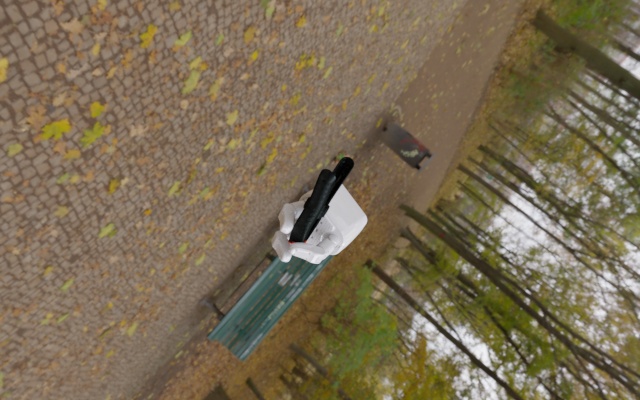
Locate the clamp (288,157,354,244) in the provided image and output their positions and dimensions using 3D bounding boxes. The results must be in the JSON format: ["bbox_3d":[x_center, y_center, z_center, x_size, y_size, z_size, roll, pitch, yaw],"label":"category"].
[{"bbox_3d":[0.000,0.003,0.777,0.039,0.171,0.120,39,33,12],"label":"clamp"}]
